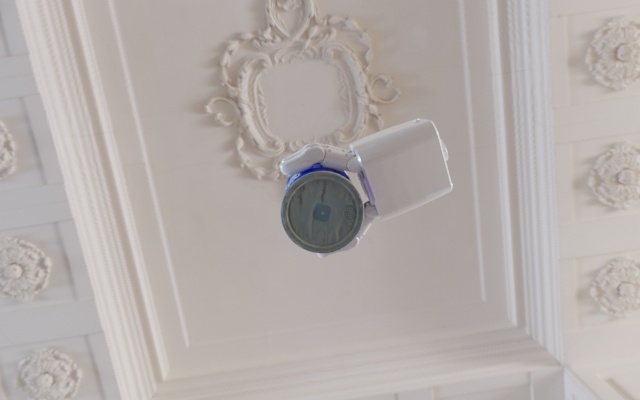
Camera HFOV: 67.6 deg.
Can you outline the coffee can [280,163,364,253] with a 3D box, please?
[{"bbox_3d":[0.000,0.002,0.649,0.103,0.103,0.140,0,11,-2],"label":"coffee can"}]
